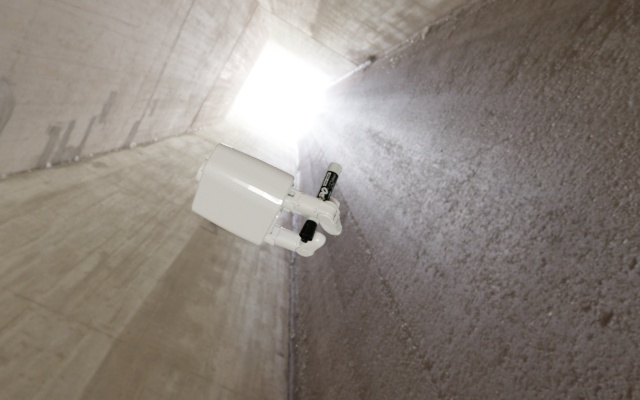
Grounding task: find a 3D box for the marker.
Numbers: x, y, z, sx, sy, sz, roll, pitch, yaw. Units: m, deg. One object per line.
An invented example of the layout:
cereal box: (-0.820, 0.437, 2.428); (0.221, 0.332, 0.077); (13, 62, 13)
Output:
marker: (0.000, 0.002, 0.623); (0.020, 0.121, 0.020); (18, -28, 10)
